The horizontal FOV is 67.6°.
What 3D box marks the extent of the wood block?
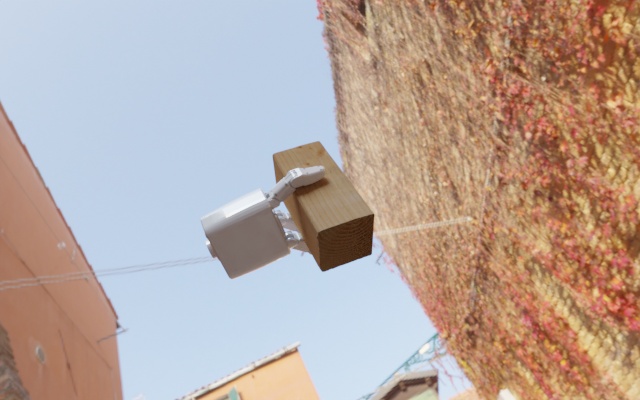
[{"bbox_3d":[0.000,0.002,0.774,0.090,0.091,0.206,-17,44,-15],"label":"wood block"}]
